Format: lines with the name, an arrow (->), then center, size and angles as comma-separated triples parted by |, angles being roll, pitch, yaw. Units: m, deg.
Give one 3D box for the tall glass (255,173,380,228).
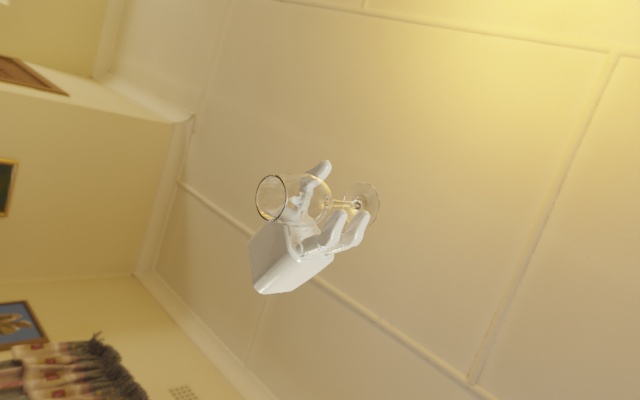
tall glass -> 0.001, 0.002, 0.704 | 0.079, 0.079, 0.201 | 0, -4, 42
